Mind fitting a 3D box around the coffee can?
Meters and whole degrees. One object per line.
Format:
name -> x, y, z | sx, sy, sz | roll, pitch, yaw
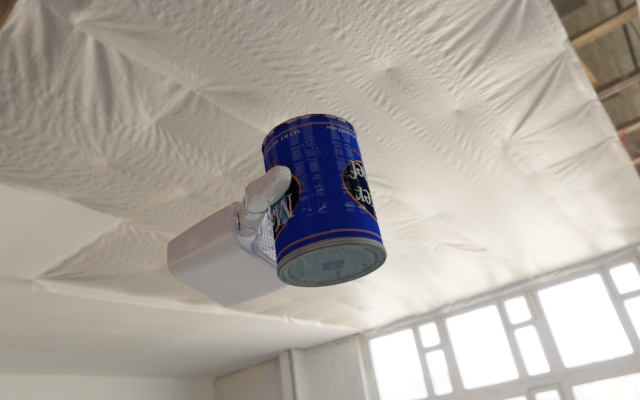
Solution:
coffee can -> 0.000, 0.002, 0.470 | 0.103, 0.140, 0.103 | -8, -28, -4
